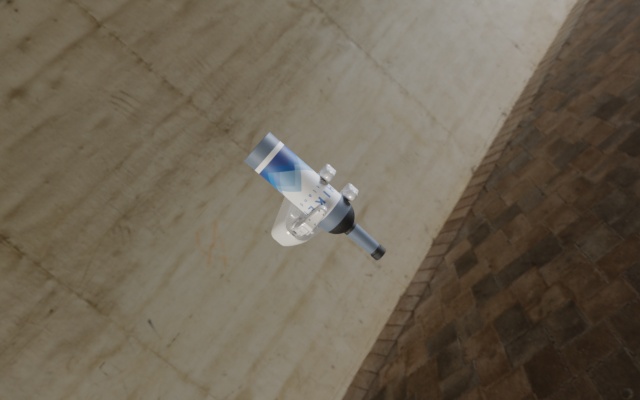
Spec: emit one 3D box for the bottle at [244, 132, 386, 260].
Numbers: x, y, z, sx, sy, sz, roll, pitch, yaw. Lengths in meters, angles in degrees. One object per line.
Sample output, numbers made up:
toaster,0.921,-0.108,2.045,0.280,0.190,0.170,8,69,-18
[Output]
bottle,0.000,0.003,0.841,0.296,0.069,0.069,41,-8,-9
